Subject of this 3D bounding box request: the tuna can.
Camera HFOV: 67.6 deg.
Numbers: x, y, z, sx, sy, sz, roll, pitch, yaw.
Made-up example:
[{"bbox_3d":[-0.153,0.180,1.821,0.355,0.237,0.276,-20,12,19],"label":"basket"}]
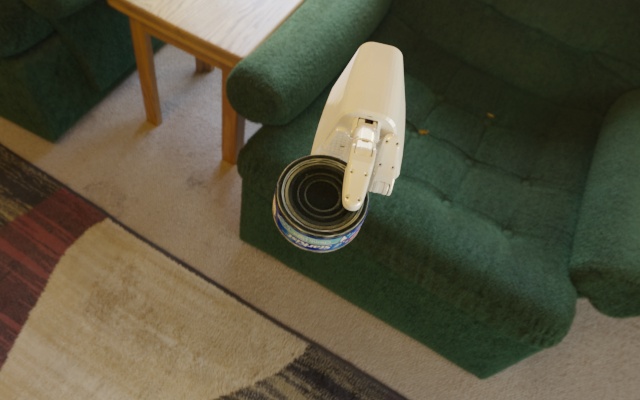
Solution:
[{"bbox_3d":[0.000,0.001,0.432,0.086,0.086,0.034,0,-27,-10],"label":"tuna can"}]
